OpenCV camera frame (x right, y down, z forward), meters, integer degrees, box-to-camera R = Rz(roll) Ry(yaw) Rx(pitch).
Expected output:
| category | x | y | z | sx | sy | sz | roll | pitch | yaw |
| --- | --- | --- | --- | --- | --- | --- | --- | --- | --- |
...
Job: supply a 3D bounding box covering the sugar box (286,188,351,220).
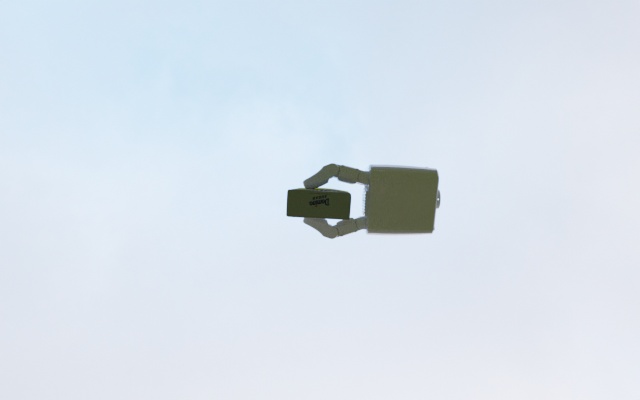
| category | x | y | z | sx | sy | sz | roll | pitch | yaw |
| --- | --- | --- | --- | --- | --- | --- | --- | --- | --- |
| sugar box | 0.000 | 0.002 | 0.757 | 0.093 | 0.048 | 0.176 | 3 | 0 | 1 |
